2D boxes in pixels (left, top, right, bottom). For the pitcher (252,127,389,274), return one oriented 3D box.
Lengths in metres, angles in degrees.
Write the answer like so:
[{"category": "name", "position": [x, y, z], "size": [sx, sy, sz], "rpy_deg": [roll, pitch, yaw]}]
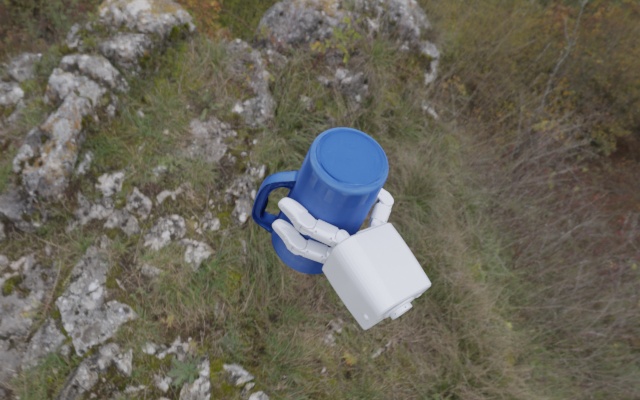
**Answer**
[{"category": "pitcher", "position": [0.000, 0.002, 0.710], "size": [0.149, 0.145, 0.243], "rpy_deg": [-23, -22, -27]}]
